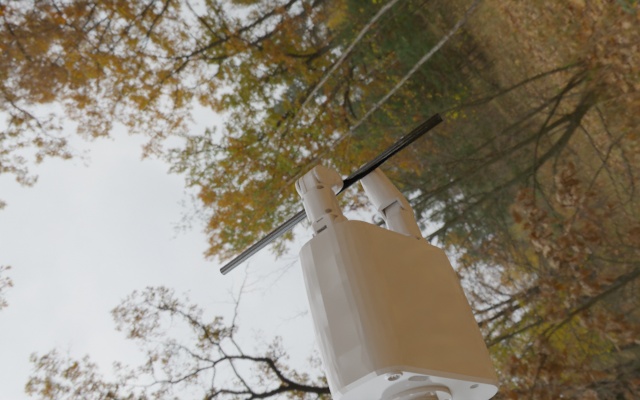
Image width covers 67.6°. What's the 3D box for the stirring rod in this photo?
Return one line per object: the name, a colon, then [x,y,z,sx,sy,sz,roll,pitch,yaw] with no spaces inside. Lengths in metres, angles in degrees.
stirring rod: [0.000,0.001,0.408,0.239,0.011,0.011,-35,-14,20]
